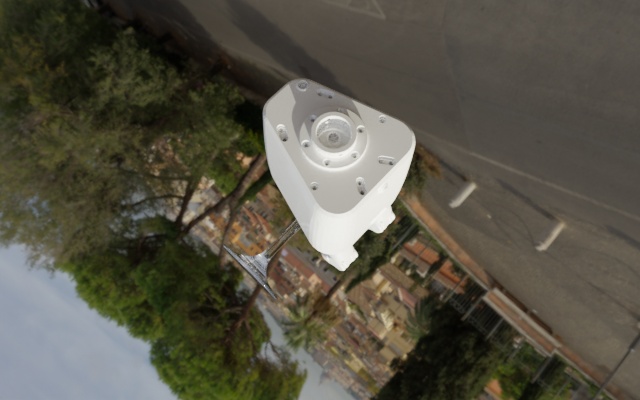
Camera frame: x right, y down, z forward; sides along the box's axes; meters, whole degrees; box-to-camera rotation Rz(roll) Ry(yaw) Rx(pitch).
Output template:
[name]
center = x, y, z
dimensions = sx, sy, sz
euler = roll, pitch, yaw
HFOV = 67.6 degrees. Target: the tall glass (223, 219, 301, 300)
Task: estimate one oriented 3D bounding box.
[tall glass]
center = 0.000, 0.002, 0.483
dimensions = 0.201, 0.079, 0.079
euler = -45, 13, -13
